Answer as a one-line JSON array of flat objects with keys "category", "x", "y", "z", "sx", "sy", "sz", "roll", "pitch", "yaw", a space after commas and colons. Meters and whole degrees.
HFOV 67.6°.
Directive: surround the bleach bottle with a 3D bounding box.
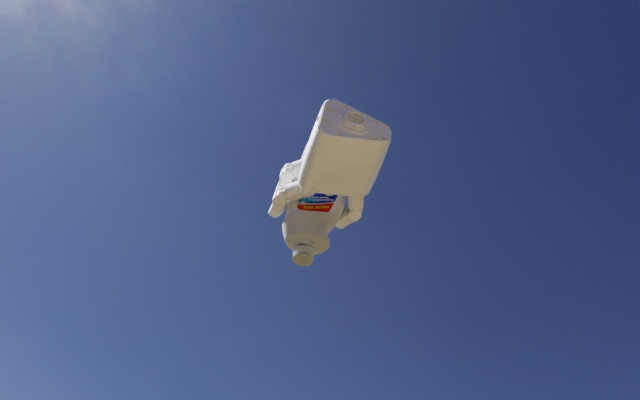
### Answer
[{"category": "bleach bottle", "x": 0.000, "y": 0.002, "z": 0.770, "sx": 0.102, "sy": 0.250, "sz": 0.068, "roll": 17, "pitch": -46, "yaw": -5}]
